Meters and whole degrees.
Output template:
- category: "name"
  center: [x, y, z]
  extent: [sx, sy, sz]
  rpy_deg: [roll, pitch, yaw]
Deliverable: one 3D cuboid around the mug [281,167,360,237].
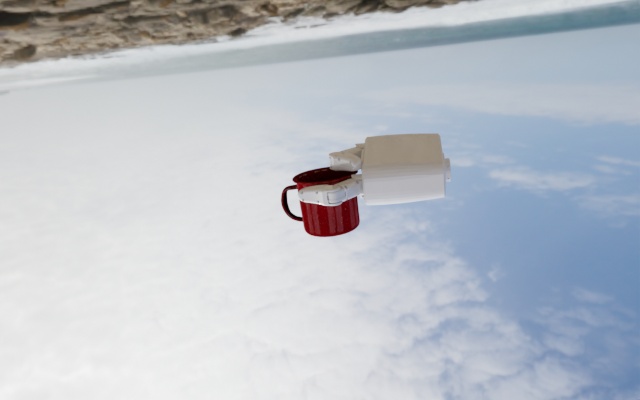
- category: "mug"
  center: [-0.001, 0.003, 0.680]
  extent: [0.117, 0.081, 0.093]
  rpy_deg: [-4, 16, 13]
